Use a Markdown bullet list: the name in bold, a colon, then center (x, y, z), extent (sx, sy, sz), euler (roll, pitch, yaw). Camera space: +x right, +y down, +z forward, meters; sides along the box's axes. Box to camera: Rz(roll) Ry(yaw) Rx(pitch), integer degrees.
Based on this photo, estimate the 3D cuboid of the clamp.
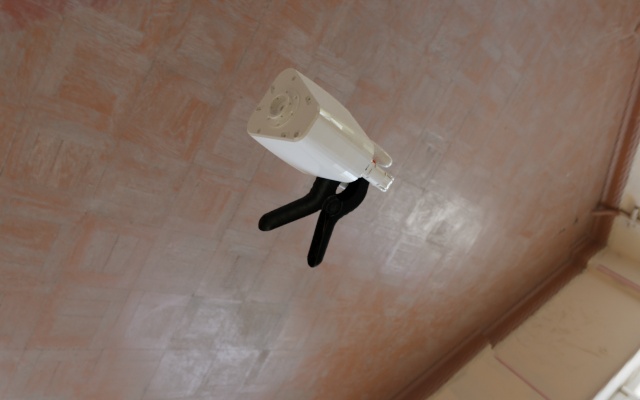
- **clamp**: center (0.001, 0.002, 0.626), extent (0.120, 0.171, 0.039), euler (30, 6, -44)
